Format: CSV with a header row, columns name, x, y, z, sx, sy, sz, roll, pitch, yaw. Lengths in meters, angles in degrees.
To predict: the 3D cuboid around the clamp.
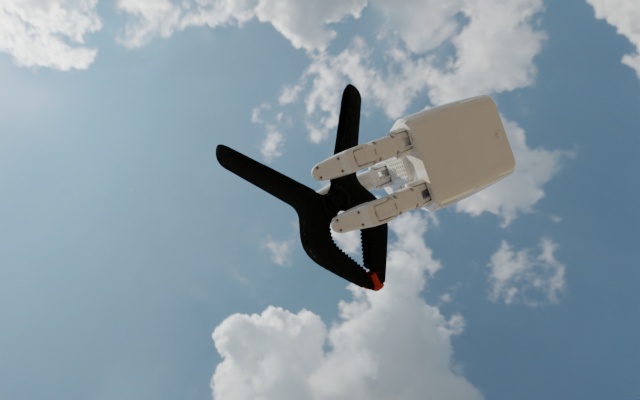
name,x,y,z,sx,sy,sz,roll,pitch,yaw
clamp,0.000,0.002,0.486,0.164,0.210,0.036,-21,2,-17
